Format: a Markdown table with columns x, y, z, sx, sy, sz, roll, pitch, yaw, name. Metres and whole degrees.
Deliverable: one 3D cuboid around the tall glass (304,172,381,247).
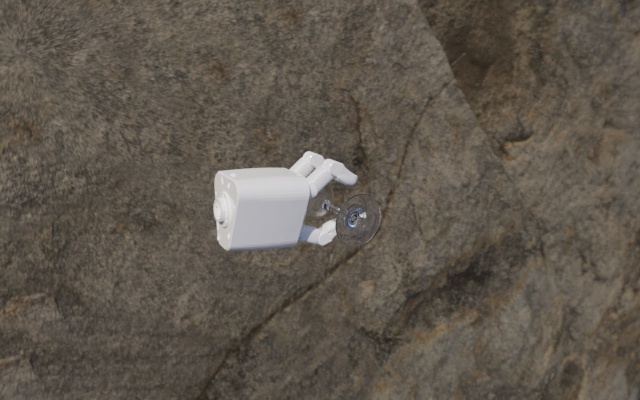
| x | y | z | sx | sy | sz | roll | pitch | yaw | name |
| --- | --- | --- | --- | --- | --- | --- | --- | --- | --- |
| 0.001 | 0.003 | 0.725 | 0.079 | 0.079 | 0.201 | 0 | 15 | -32 | tall glass |
